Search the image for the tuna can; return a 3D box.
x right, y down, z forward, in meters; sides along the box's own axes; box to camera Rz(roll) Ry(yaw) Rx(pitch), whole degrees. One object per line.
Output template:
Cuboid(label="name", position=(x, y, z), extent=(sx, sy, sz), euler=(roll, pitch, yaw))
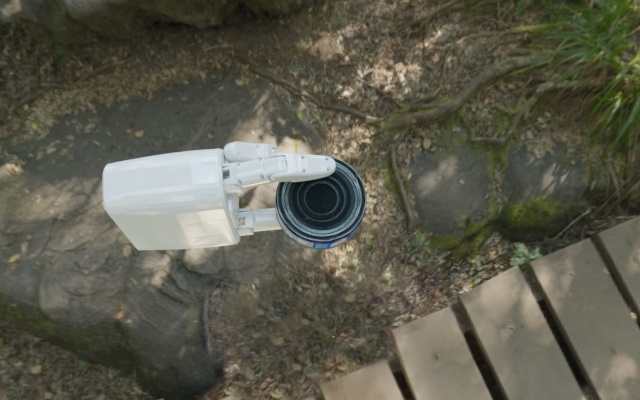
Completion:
Cuboid(label="tuna can", position=(0.000, 0.001, 0.449), extent=(0.086, 0.086, 0.034), euler=(0, -16, -4))
